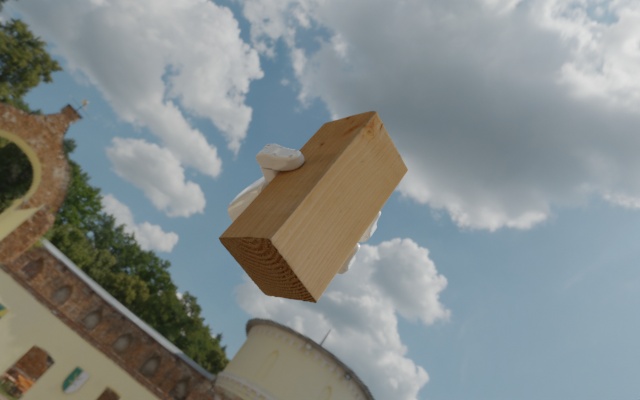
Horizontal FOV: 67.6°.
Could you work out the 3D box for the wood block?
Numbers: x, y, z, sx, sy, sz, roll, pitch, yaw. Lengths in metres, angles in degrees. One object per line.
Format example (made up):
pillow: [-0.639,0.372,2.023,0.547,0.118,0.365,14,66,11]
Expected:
wood block: [0.000,0.001,0.530,0.090,0.091,0.206,-4,38,47]
